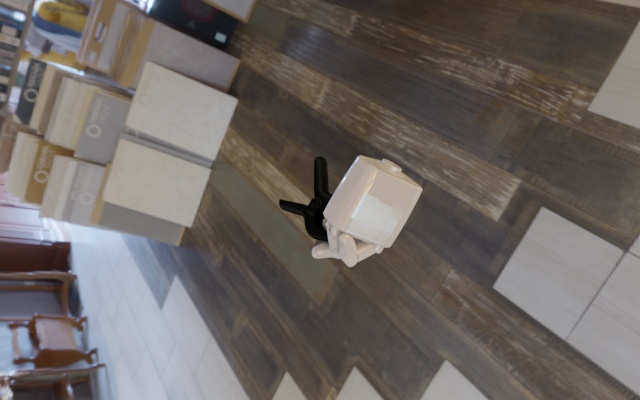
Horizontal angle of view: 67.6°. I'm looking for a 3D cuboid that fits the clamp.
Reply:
[{"bbox_3d":[0.000,0.003,0.809,0.039,0.120,0.171,17,20,-44],"label":"clamp"}]
